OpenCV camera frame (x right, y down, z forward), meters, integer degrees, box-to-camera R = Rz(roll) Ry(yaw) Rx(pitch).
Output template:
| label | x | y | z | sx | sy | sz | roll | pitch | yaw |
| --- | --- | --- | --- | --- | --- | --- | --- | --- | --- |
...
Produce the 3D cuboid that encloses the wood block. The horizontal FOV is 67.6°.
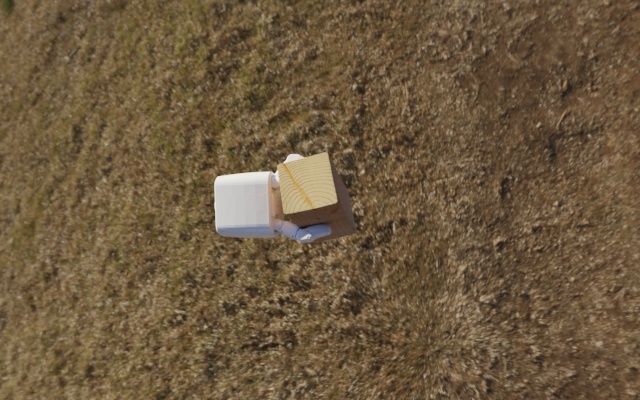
| label | x | y | z | sx | sy | sz | roll | pitch | yaw |
| --- | --- | --- | --- | --- | --- | --- | --- | --- | --- |
| wood block | 0.000 | 0.003 | 0.857 | 0.090 | 0.090 | 0.206 | -13 | -19 | 9 |
